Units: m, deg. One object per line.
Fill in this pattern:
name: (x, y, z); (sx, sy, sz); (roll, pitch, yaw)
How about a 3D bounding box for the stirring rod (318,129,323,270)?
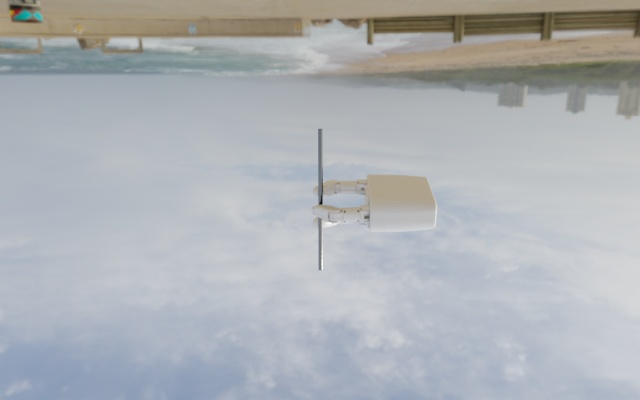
stirring rod: (0.000, 0.003, 0.790); (0.011, 0.239, 0.011); (0, 15, 0)
